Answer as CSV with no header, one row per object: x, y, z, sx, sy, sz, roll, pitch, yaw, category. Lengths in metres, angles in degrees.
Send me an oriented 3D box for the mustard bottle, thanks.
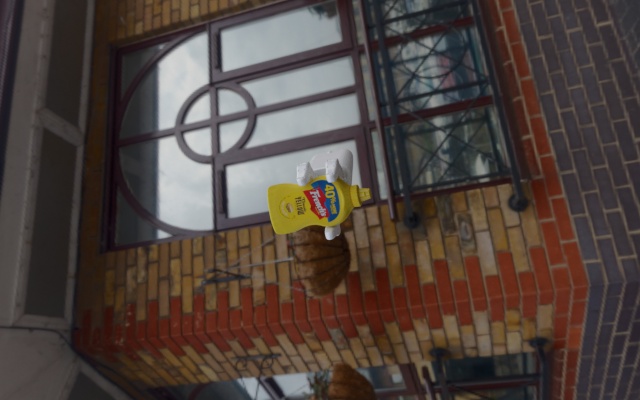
0.000,0.003,0.896,0.191,0.096,0.058,-10,0,14,mustard bottle
